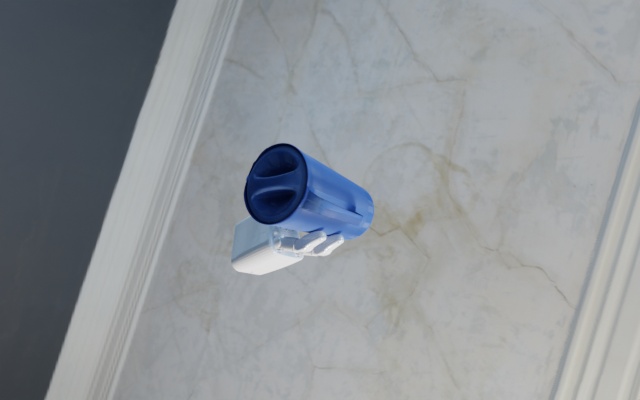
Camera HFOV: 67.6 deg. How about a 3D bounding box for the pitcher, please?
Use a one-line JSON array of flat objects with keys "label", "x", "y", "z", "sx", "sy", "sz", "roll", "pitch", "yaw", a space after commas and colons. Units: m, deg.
[{"label": "pitcher", "x": 0.000, "y": 0.003, "z": 0.833, "sx": 0.145, "sy": 0.149, "sz": 0.243, "roll": -28, "pitch": -28, "yaw": 28}]
